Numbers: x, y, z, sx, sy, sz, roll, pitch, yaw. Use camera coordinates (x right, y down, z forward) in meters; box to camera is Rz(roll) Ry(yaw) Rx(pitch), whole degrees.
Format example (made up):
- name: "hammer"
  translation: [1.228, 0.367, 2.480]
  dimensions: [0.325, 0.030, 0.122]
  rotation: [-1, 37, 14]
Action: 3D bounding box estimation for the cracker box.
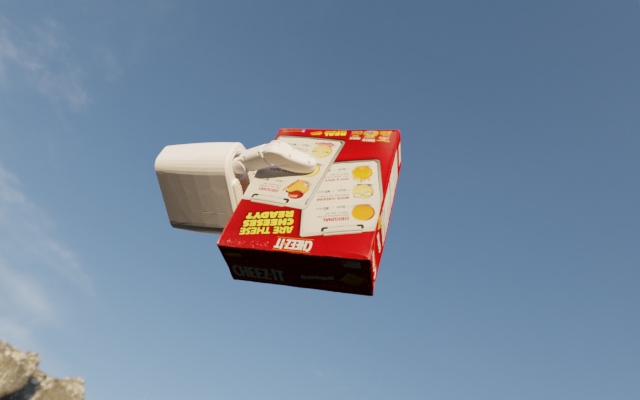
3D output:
- name: "cracker box"
  translation: [0.000, 0.002, 0.564]
  dimensions: [0.164, 0.072, 0.213]
  rotation: [4, 44, 17]
